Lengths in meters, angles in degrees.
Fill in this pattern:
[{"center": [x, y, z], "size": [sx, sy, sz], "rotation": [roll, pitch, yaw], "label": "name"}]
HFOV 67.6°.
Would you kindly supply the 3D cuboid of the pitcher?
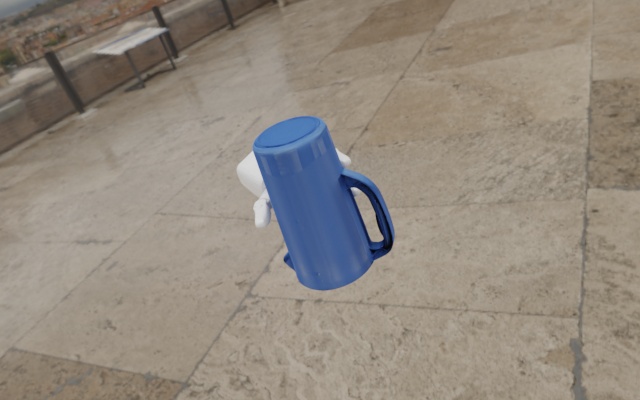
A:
[{"center": [0.000, 0.002, 0.708], "size": [0.149, 0.243, 0.145], "rotation": [-30, 31, -18], "label": "pitcher"}]
